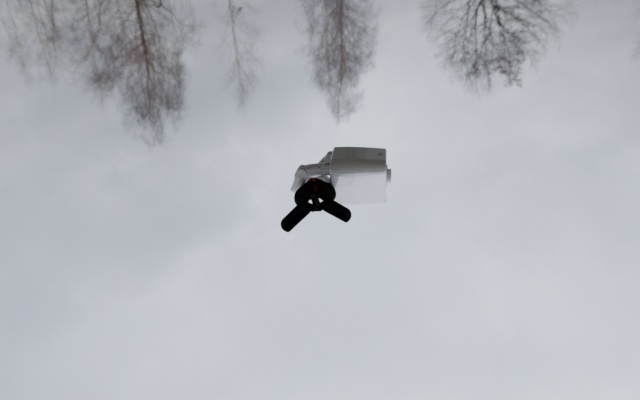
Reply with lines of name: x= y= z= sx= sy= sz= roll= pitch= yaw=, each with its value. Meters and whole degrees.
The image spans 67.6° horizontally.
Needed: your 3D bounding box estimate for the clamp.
clamp: x=0.000 y=0.003 z=0.866 sx=0.120 sy=0.039 sz=0.171 roll=0 pitch=30 yaw=8
